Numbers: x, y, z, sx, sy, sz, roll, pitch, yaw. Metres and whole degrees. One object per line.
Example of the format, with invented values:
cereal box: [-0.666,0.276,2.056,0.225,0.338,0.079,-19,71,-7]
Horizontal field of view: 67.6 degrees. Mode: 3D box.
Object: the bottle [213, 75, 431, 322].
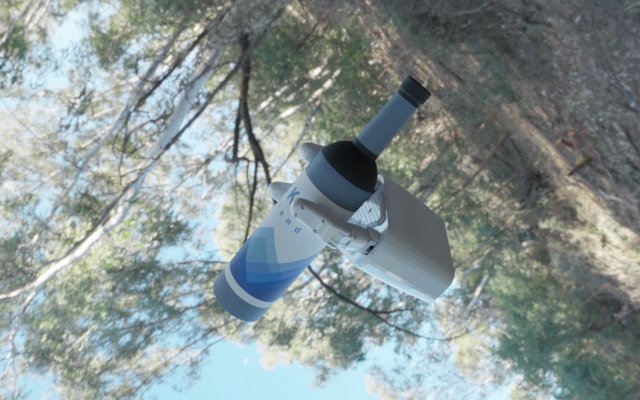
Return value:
bottle: [0.000,0.002,0.478,0.069,0.296,0.069,35,20,-14]
